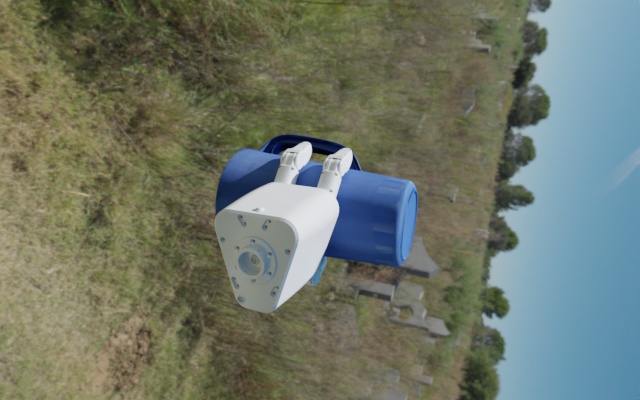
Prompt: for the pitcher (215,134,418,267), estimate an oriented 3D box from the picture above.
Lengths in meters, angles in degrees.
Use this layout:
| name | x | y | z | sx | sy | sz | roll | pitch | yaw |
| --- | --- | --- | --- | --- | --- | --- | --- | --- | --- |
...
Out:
| name | x | y | z | sx | sy | sz | roll | pitch | yaw |
| --- | --- | --- | --- | --- | --- | --- | --- | --- | --- |
| pitcher | 0.000 | 0.002 | 0.627 | 0.243 | 0.149 | 0.145 | 9 | 18 | 20 |
